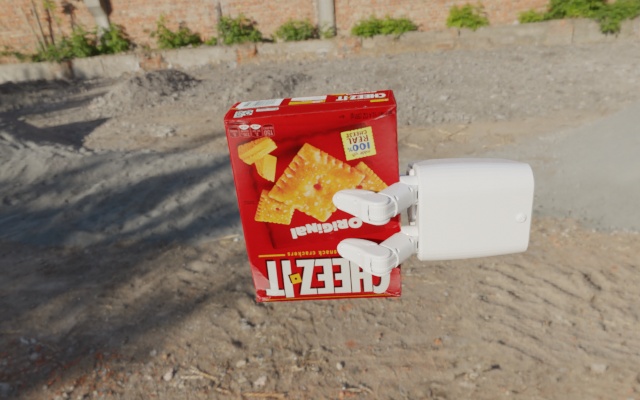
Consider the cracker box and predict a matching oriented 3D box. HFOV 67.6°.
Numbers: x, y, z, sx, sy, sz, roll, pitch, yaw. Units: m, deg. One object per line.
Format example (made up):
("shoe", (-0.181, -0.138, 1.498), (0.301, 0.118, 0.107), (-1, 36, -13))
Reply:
("cracker box", (0.000, 0.001, 0.501), (0.164, 0.214, 0.072), (-3, 25, 6))
